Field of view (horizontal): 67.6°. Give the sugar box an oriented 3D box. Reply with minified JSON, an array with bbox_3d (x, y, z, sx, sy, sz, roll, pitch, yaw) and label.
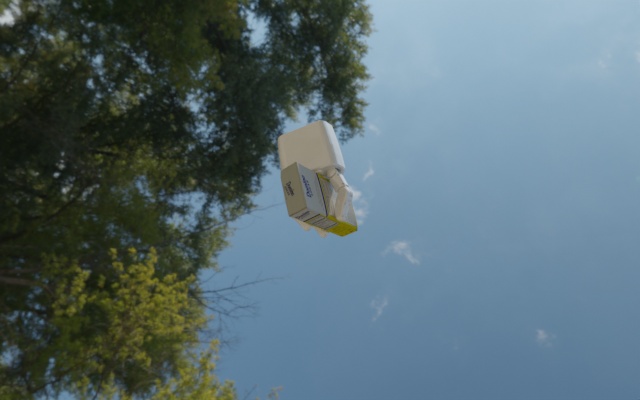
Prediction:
[{"bbox_3d":[0.000,0.003,0.873,0.048,0.093,0.176,-28,-30,27],"label":"sugar box"}]
